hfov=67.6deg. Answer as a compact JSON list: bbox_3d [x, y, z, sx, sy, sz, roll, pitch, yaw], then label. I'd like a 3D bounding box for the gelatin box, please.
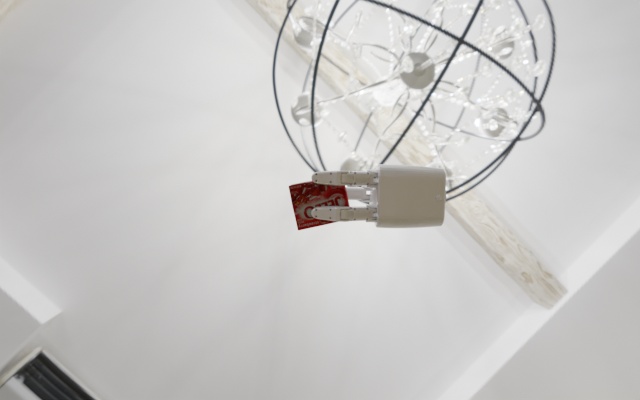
[{"bbox_3d":[0.000,0.003,0.759,0.089,0.073,0.030,-12,4,5],"label":"gelatin box"}]
